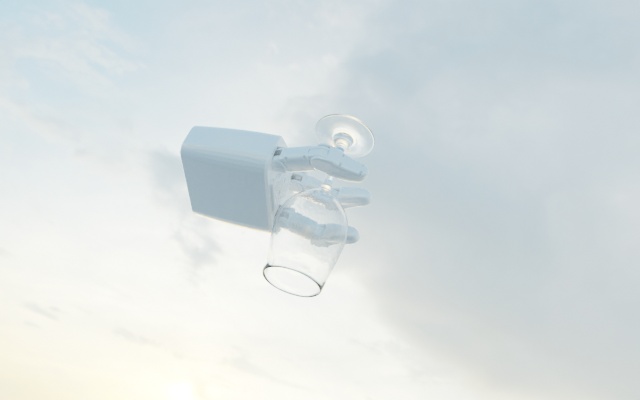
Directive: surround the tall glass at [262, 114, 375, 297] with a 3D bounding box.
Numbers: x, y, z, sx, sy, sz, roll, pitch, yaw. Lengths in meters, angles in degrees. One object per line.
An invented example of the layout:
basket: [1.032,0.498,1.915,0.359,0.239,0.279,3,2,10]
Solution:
tall glass: [0.000,0.001,0.520,0.079,0.201,0.079,14,-33,9]
